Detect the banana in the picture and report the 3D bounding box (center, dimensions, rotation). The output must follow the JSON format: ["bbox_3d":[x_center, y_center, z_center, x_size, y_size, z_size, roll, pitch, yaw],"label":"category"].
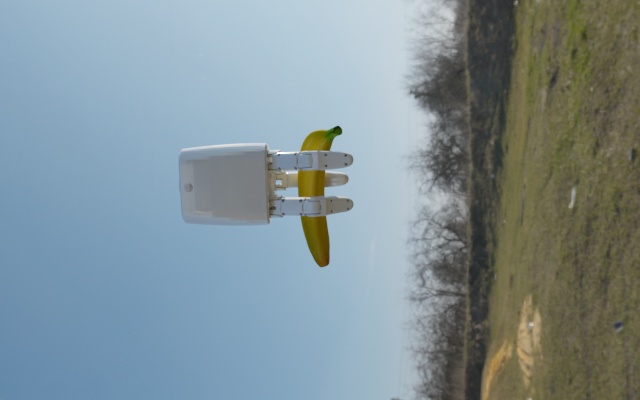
[{"bbox_3d":[-0.006,-0.009,0.618,0.037,0.198,0.069,-8,29,-20],"label":"banana"}]
